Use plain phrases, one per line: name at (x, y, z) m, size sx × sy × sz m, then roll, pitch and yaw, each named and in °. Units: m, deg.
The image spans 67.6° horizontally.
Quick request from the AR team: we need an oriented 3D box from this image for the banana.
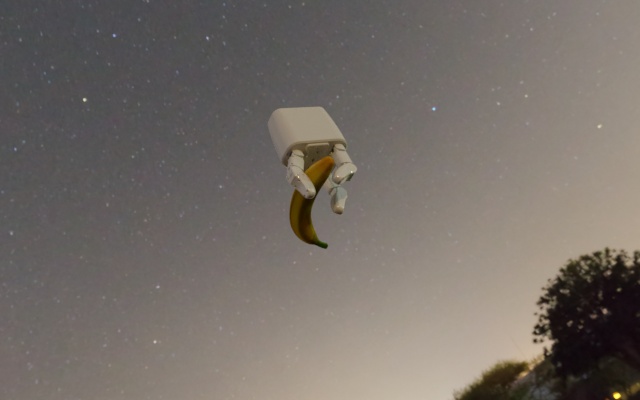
banana at (-0.018, 0.008, 0.803) m, size 0.069 × 0.198 × 0.037 m, roll -8°, pitch 43°, yaw -13°
